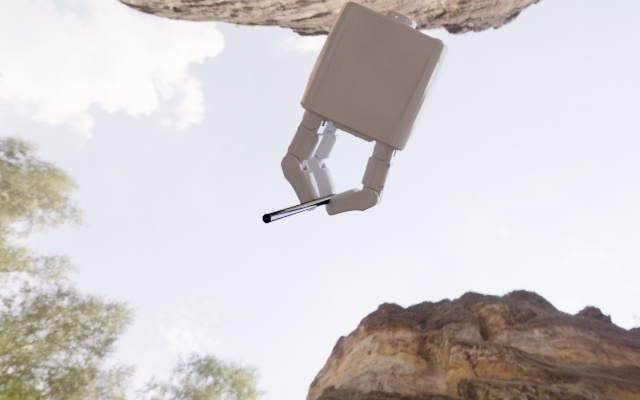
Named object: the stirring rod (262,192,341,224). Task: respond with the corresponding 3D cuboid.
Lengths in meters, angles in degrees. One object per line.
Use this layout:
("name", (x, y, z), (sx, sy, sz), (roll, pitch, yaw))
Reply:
("stirring rod", (0.000, 0.002, 0.476), (0.011, 0.011, 0.239), (0, 6, 20))
